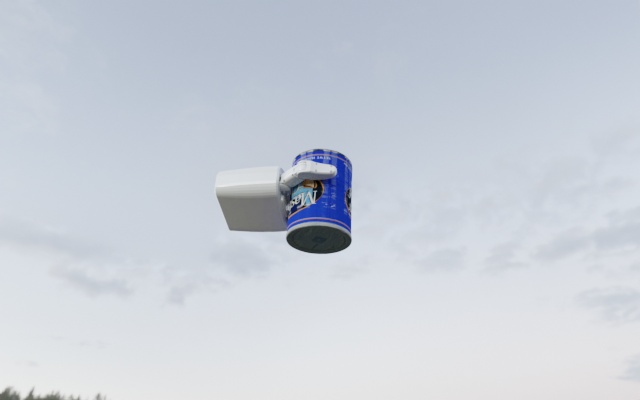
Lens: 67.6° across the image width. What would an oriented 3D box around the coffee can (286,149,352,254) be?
[{"bbox_3d":[0.000,0.003,0.773,0.103,0.140,0.103,2,-30,1],"label":"coffee can"}]
